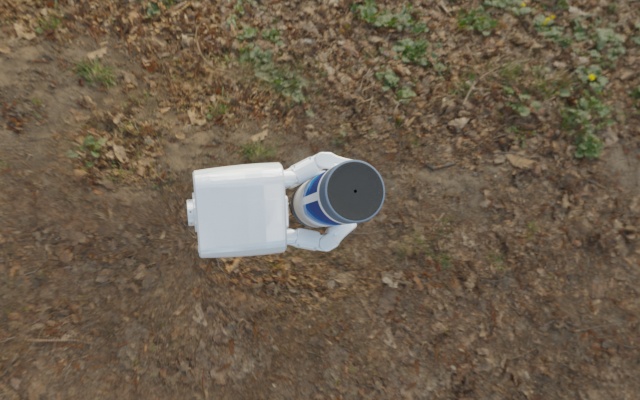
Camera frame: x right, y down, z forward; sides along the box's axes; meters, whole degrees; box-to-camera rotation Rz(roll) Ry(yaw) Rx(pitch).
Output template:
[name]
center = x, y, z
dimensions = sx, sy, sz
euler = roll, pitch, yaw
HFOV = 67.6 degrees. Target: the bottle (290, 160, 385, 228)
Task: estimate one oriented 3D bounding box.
[bottle]
center = 0.000, 0.002, 0.638
dimensions = 0.069, 0.069, 0.296
euler = 0, -5, -14
